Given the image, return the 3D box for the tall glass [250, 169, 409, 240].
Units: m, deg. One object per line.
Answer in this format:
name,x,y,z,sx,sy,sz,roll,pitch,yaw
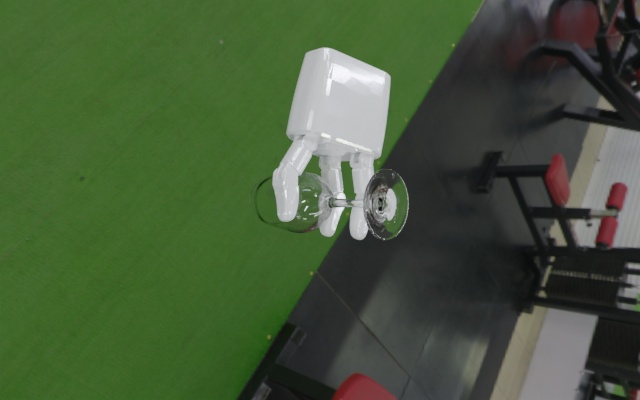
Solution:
tall glass,0.000,0.002,0.564,0.079,0.079,0.201,0,1,-44
